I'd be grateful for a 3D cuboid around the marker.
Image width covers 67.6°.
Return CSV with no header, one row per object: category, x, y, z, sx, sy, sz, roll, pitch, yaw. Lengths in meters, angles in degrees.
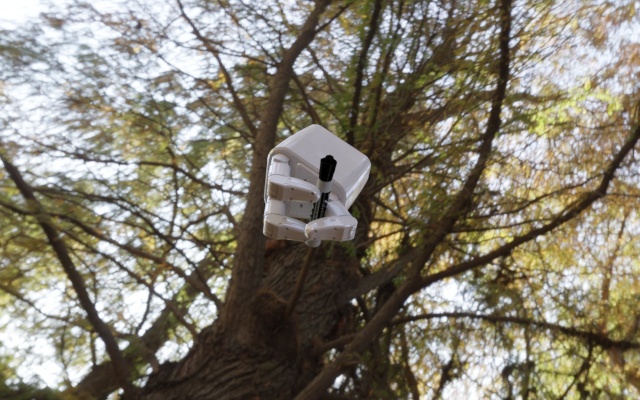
marker,0.000,0.002,0.554,0.020,0.121,0.020,8,32,-5
